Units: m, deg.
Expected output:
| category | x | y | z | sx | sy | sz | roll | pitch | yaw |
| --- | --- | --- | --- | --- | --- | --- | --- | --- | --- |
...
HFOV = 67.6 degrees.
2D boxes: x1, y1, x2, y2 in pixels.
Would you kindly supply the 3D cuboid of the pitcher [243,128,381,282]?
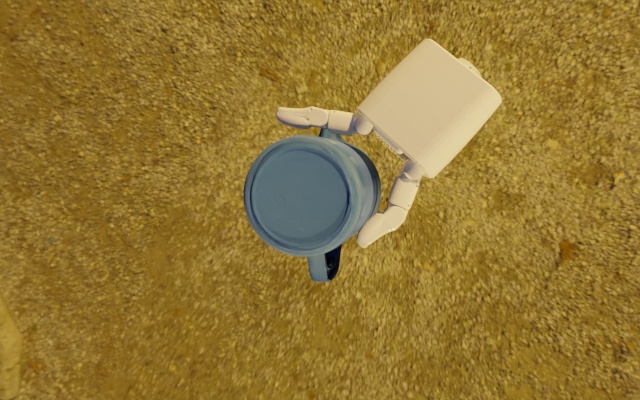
| category | x | y | z | sx | sy | sz | roll | pitch | yaw |
| --- | --- | --- | --- | --- | --- | --- | --- | --- | --- |
| pitcher | 0.000 | 0.002 | 0.529 | 0.145 | 0.149 | 0.243 | -45 | -3 | 8 |
